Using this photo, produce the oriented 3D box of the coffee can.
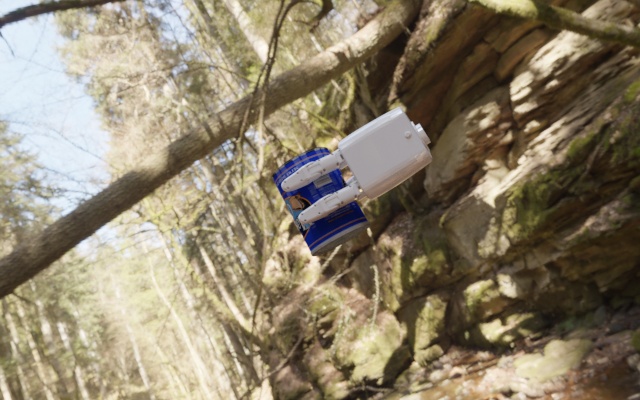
[{"bbox_3d":[0.000,0.003,0.748,0.103,0.140,0.103,-27,-11,-6],"label":"coffee can"}]
